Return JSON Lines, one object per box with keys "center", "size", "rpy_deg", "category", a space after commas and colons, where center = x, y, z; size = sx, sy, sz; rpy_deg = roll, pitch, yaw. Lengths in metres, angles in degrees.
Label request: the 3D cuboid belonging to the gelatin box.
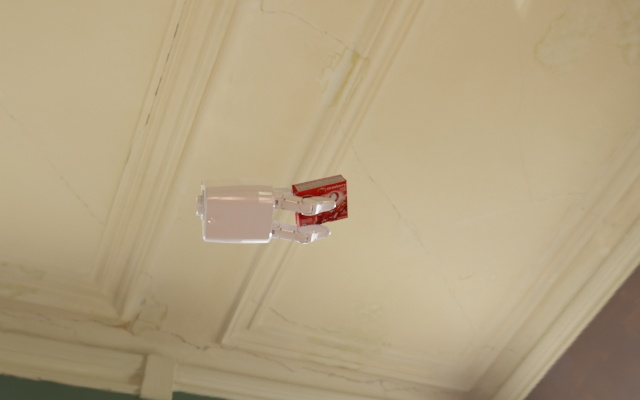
{"center": [0.000, 0.002, 0.793], "size": [0.089, 0.073, 0.030], "rpy_deg": [-13, 32, -15], "category": "gelatin box"}
